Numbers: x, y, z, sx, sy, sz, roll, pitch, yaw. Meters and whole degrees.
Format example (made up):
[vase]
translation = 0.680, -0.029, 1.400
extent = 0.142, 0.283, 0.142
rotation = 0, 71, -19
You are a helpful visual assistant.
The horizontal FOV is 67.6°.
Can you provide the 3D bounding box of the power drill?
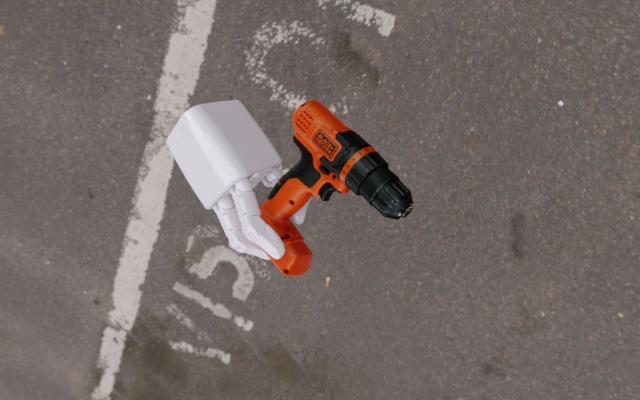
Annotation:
[power drill]
translation = 0.000, 0.002, 0.575
extent = 0.184, 0.188, 0.057
rotation = 48, 26, 24
